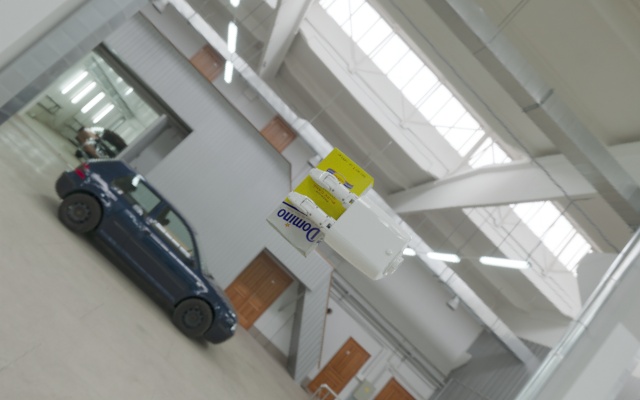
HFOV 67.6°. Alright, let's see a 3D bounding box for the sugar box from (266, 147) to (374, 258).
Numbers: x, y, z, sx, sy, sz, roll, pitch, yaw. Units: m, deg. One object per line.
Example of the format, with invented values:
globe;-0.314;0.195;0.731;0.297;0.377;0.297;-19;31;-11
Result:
sugar box;0.000;0.003;0.825;0.093;0.176;0.048;40;-12;14
